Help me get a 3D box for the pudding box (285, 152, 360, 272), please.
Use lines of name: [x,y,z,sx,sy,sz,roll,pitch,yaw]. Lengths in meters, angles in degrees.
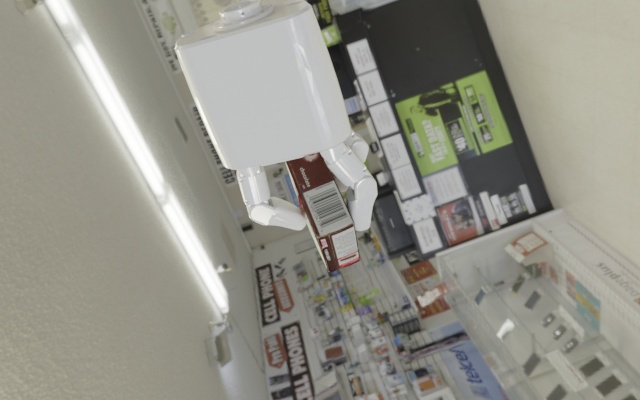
pudding box: [0.000,0.002,0.464,0.039,0.113,0.090,-20,-29,-1]
